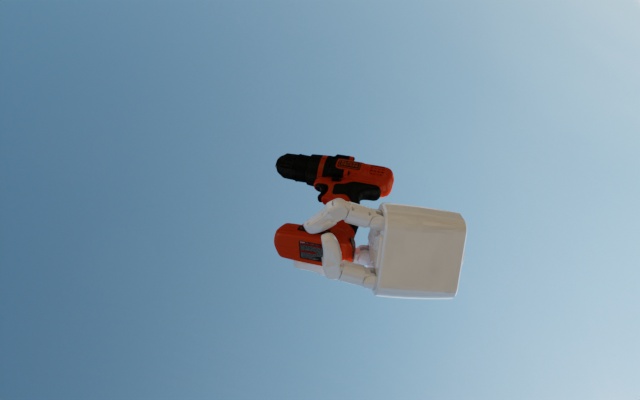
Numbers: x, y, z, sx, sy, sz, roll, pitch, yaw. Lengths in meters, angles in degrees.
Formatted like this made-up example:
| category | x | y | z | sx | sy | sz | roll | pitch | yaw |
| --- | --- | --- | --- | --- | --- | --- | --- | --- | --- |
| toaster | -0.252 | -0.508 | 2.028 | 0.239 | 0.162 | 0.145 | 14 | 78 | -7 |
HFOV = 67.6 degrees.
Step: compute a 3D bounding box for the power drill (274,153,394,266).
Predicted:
| category | x | y | z | sx | sy | sz | roll | pitch | yaw |
| --- | --- | --- | --- | --- | --- | --- | --- | --- | --- |
| power drill | 0.000 | 0.003 | 0.680 | 0.184 | 0.057 | 0.187 | 9 | 45 | 14 |
